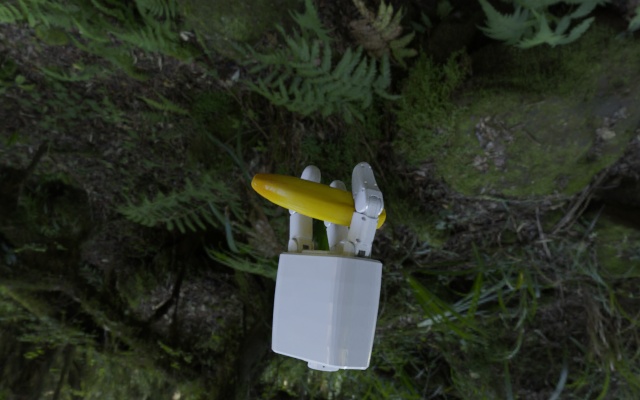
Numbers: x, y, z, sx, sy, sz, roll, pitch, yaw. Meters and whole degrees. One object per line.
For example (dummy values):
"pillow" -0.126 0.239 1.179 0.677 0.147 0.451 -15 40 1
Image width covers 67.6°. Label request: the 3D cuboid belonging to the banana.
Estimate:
"banana" 0.016 0.006 0.509 0.069 0.037 0.198 14 0 40
